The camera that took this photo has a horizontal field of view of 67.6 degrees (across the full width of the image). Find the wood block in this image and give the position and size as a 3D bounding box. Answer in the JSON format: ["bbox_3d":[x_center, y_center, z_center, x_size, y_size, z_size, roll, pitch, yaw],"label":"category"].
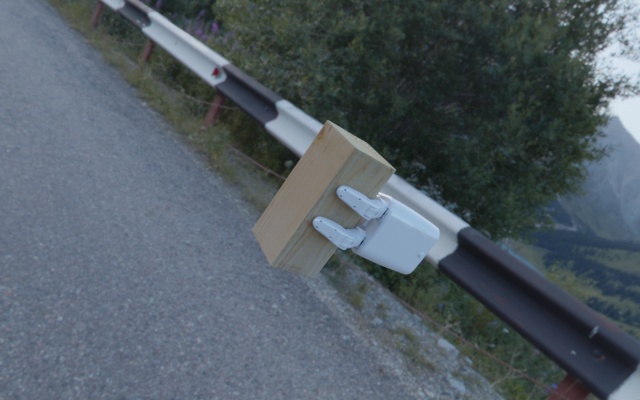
[{"bbox_3d":[0.000,0.002,0.702,0.090,0.206,0.090,23,20,-39],"label":"wood block"}]
